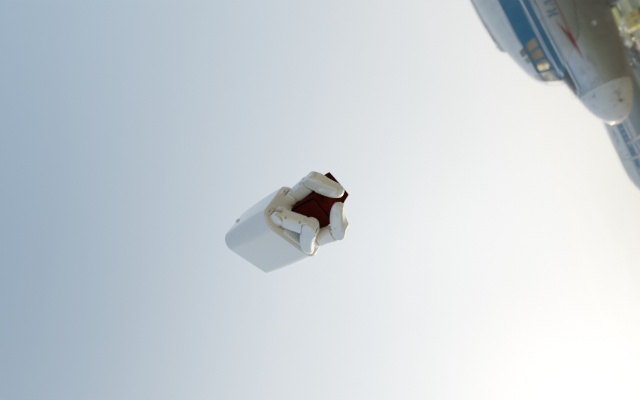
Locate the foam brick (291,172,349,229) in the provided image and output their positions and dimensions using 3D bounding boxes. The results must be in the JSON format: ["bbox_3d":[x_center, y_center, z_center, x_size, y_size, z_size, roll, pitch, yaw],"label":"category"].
[{"bbox_3d":[0.000,0.002,0.748,0.051,0.053,0.078,-29,18,36],"label":"foam brick"}]
